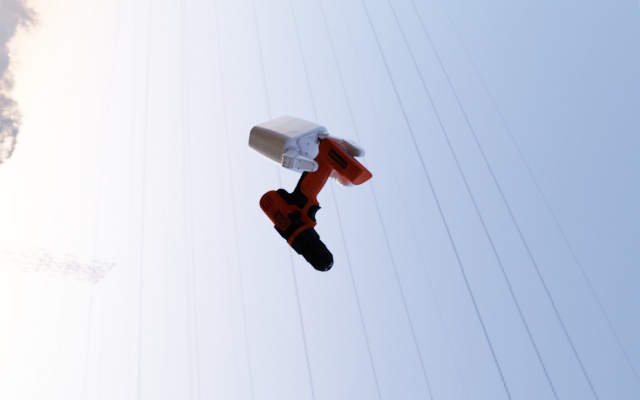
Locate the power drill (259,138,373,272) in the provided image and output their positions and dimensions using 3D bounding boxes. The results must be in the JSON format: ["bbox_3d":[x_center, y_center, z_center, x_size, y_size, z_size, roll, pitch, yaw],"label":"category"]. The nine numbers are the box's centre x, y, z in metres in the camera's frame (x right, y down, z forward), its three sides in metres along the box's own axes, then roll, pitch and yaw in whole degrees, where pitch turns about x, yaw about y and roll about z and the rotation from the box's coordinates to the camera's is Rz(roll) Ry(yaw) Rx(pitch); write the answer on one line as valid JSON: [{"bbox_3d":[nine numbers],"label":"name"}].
[{"bbox_3d":[0.000,0.002,0.815,0.184,0.188,0.057,46,13,23],"label":"power drill"}]
